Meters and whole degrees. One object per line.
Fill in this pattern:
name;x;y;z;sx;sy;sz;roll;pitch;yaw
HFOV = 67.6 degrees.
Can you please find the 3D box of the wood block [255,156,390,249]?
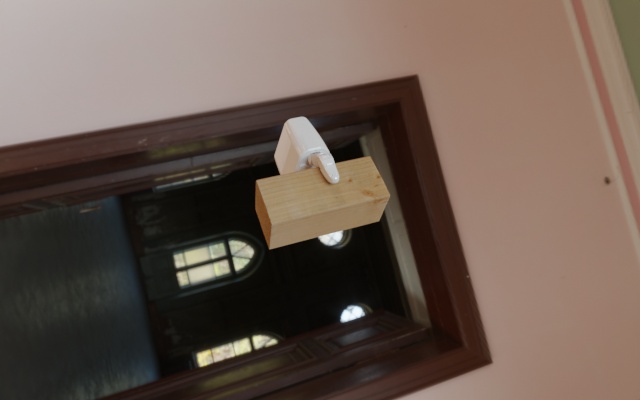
wood block;0.000;0.002;0.818;0.206;0.090;0.091;-14;-30;-16
